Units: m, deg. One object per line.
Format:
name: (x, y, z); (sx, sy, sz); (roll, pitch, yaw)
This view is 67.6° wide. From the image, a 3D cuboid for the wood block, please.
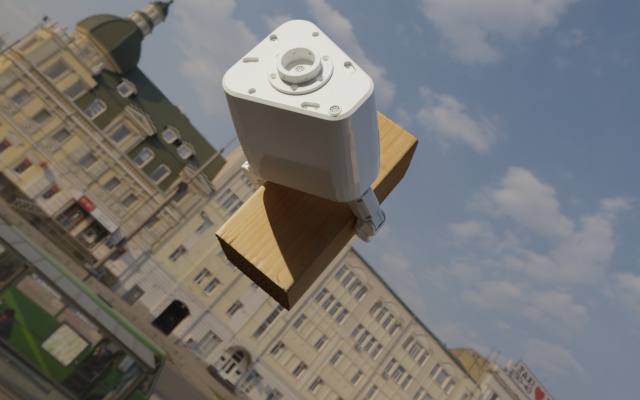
wood block: (0.000, 0.002, 0.500); (0.091, 0.206, 0.090); (38, -20, 13)
